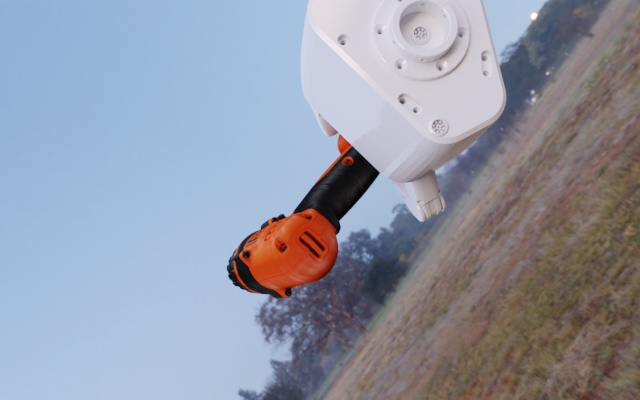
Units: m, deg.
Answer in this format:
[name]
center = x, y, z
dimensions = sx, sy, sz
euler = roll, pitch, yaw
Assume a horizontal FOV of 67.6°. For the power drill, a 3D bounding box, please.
[power drill]
center = 0.000, 0.001, 0.408
dimensions = 0.057, 0.187, 0.184
euler = 43, -24, -10
